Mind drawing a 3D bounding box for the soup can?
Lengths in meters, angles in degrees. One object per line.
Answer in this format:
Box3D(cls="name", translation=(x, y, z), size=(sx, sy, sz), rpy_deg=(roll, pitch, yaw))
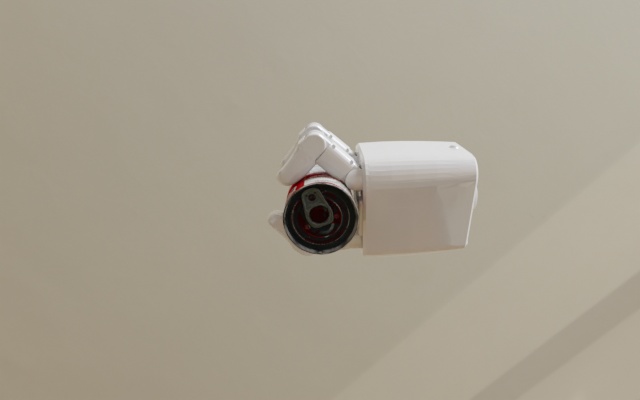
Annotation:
Box3D(cls="soup can", translation=(0.000, 0.002, 0.472), size=(0.068, 0.068, 0.102), rpy_deg=(0, 18, 0))
